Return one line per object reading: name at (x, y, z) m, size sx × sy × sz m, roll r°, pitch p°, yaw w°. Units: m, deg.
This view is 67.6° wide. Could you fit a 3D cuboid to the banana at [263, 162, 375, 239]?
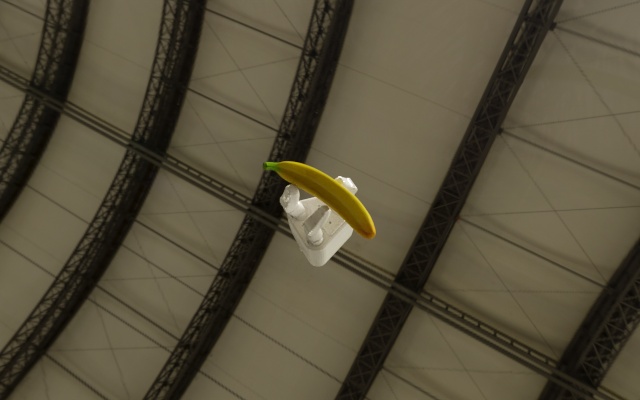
banana at (0.007, -0.007, 0.714) m, size 0.198 × 0.037 × 0.069 m, roll 32°, pitch 39°, yaw 16°
